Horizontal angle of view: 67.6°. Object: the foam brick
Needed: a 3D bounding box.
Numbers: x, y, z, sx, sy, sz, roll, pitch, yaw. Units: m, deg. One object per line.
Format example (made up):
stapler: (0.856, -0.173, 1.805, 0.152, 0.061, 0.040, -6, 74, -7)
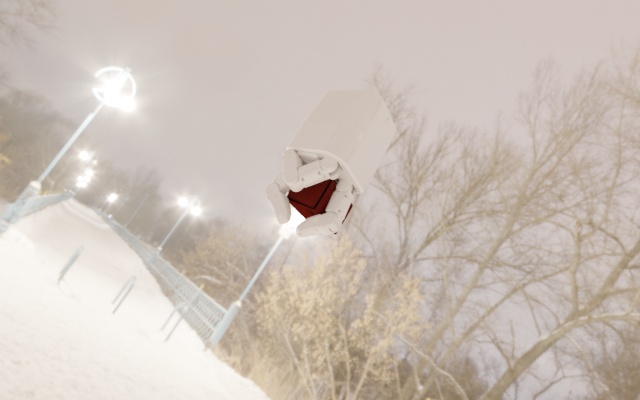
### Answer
foam brick: (0.000, 0.002, 0.651, 0.053, 0.051, 0.078, 21, -18, 34)
